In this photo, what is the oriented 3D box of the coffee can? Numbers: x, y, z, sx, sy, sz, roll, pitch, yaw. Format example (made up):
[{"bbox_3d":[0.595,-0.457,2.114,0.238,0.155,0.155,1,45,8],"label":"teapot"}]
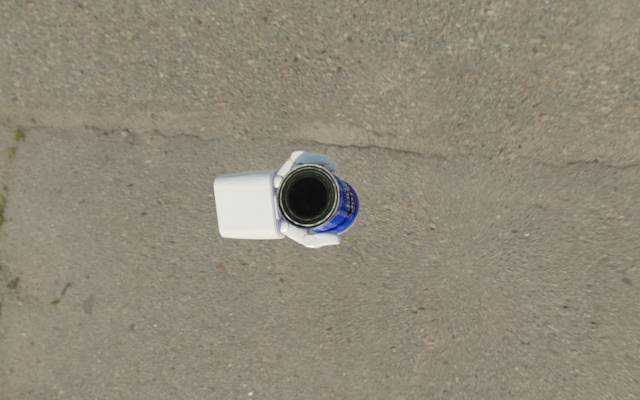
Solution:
[{"bbox_3d":[0.000,0.003,0.790,0.103,0.103,0.140,0,-7,17],"label":"coffee can"}]
